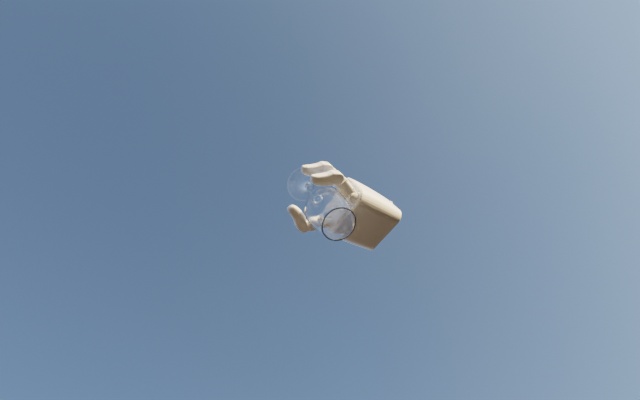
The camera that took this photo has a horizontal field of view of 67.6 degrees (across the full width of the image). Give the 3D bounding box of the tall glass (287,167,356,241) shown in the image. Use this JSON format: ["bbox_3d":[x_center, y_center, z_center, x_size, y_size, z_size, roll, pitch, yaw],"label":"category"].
[{"bbox_3d":[0.000,0.003,0.879,0.079,0.079,0.201,0,22,-19],"label":"tall glass"}]
